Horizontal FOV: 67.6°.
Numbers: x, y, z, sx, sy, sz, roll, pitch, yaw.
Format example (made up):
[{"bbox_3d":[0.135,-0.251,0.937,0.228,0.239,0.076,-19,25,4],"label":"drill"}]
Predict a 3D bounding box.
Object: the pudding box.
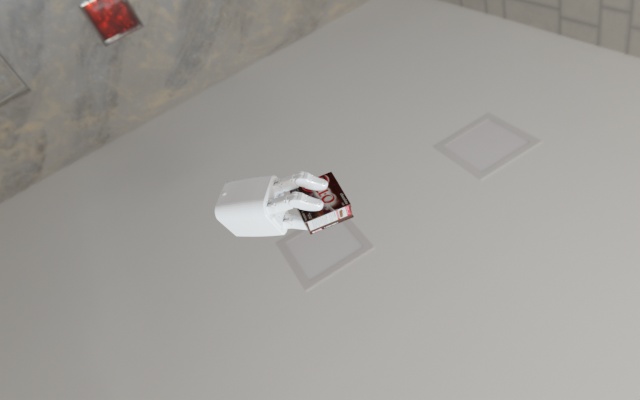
[{"bbox_3d":[0.000,0.003,0.885,0.090,0.039,0.113,-23,42,-5],"label":"pudding box"}]
